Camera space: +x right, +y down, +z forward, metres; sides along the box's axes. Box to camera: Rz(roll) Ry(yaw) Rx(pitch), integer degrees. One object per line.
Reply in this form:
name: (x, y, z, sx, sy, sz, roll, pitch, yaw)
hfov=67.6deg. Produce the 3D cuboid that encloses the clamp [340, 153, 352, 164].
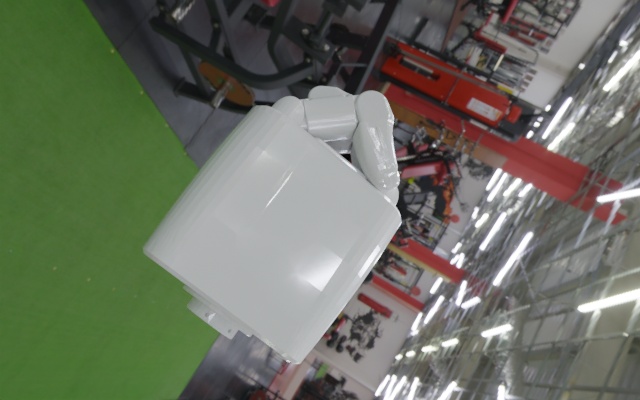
clamp: (0.001, 0.002, 0.402, 0.039, 0.120, 0.171, 35, -17, 14)
